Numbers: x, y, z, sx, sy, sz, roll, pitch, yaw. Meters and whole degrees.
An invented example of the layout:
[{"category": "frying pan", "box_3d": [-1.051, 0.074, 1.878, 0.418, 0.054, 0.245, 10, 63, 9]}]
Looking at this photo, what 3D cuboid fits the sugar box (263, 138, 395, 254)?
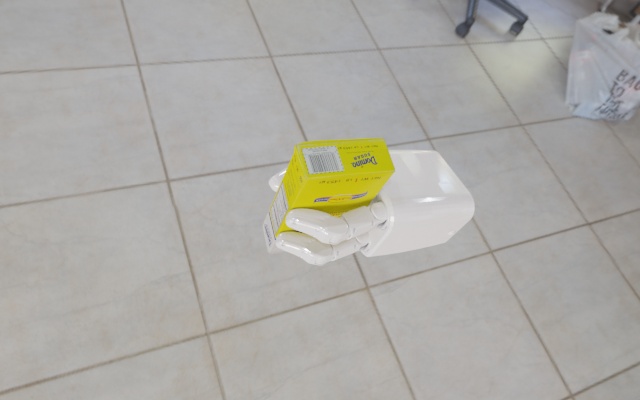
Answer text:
[{"category": "sugar box", "box_3d": [0.000, 0.002, 0.510, 0.093, 0.048, 0.176, -5, -29, -20]}]
